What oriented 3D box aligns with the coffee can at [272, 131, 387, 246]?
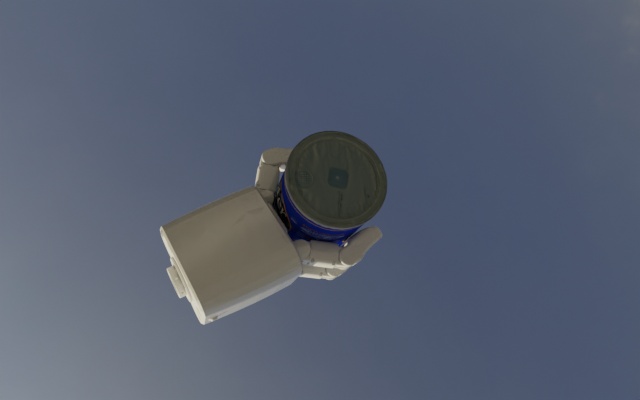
[{"bbox_3d":[0.000,0.002,0.524,0.103,0.102,0.140,0,-20,-15],"label":"coffee can"}]
